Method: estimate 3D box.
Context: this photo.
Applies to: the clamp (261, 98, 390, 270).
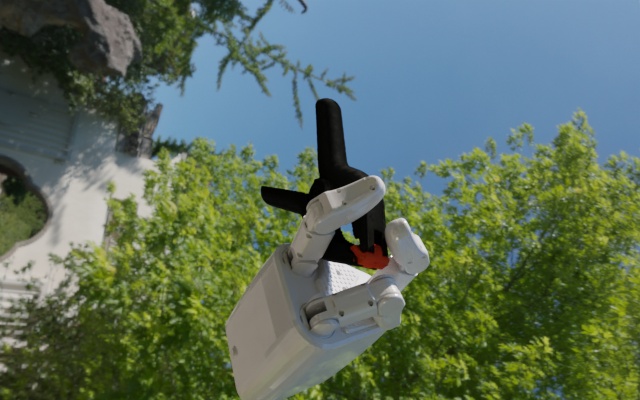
[{"bbox_3d":[0.001,0.002,0.417,0.039,0.171,0.120,13,-52,-34],"label":"clamp"}]
